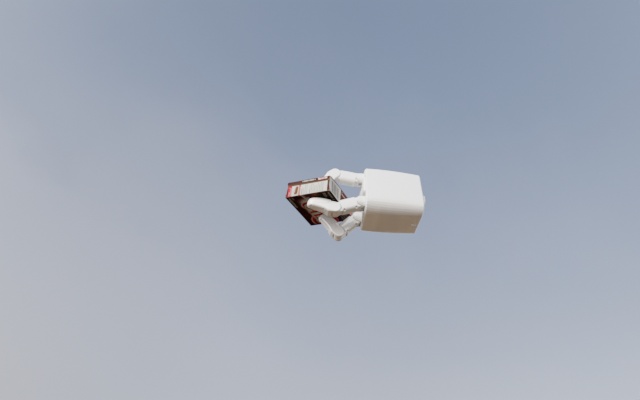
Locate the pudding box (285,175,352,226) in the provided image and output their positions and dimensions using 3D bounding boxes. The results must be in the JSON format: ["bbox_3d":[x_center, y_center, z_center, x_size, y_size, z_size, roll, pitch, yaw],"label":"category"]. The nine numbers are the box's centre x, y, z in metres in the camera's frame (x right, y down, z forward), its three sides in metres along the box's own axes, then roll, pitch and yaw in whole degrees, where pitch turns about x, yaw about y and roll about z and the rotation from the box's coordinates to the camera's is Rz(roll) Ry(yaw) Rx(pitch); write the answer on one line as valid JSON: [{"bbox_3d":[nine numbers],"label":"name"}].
[{"bbox_3d":[0.000,0.003,0.896,0.090,0.039,0.114,-10,-37,23],"label":"pudding box"}]
